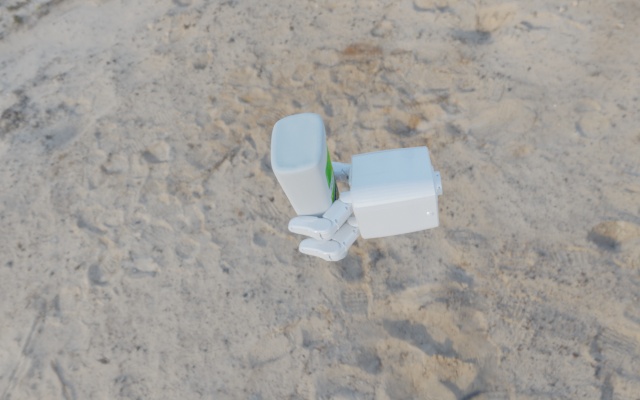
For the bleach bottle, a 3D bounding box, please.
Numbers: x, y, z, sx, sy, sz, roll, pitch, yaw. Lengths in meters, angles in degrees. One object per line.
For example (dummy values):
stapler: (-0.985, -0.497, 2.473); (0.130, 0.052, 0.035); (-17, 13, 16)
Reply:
bleach bottle: (0.000, 0.002, 0.672); (0.068, 0.102, 0.251); (-8, -38, 11)
